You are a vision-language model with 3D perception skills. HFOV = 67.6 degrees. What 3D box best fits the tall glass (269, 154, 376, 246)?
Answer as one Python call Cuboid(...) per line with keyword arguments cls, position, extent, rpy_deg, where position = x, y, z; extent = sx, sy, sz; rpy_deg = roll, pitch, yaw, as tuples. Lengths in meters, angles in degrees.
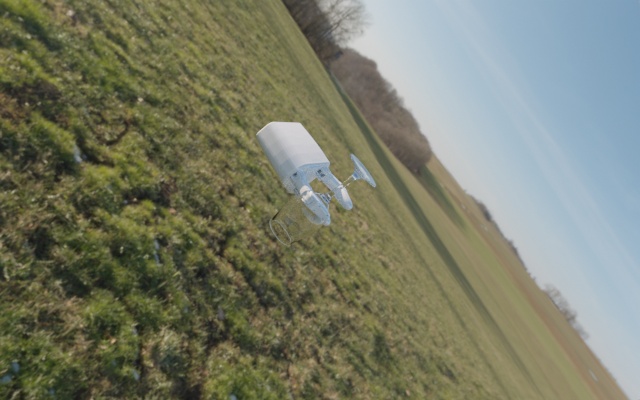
Cuboid(cls="tall glass", position=(0.001, 0.003, 0.884), extent=(0.201, 0.079, 0.079), rpy_deg=(-37, -10, 14))
